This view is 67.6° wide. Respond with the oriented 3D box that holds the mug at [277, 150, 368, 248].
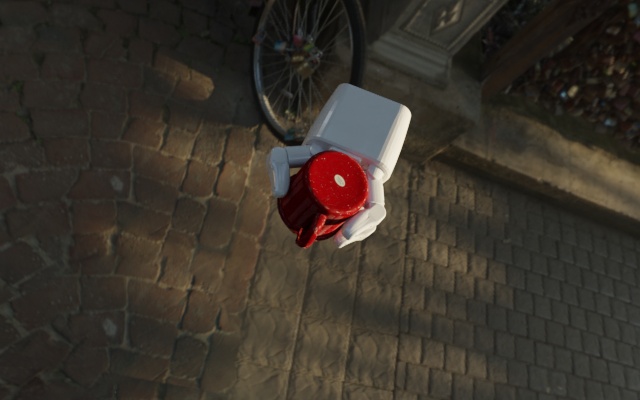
[{"bbox_3d":[0.000,0.003,0.562,0.093,0.117,0.081,30,-30,-10],"label":"mug"}]
